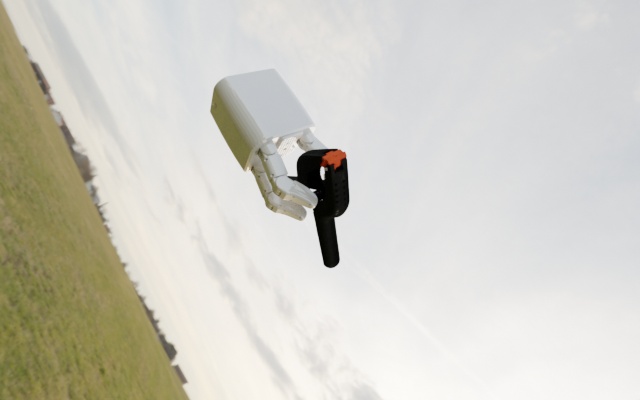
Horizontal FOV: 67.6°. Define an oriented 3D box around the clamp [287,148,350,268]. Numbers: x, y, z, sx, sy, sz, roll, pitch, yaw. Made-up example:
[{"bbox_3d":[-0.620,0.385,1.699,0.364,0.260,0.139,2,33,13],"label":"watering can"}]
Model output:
[{"bbox_3d":[0.001,0.001,0.643,0.036,0.164,0.210,-29,-10,-24],"label":"clamp"}]
